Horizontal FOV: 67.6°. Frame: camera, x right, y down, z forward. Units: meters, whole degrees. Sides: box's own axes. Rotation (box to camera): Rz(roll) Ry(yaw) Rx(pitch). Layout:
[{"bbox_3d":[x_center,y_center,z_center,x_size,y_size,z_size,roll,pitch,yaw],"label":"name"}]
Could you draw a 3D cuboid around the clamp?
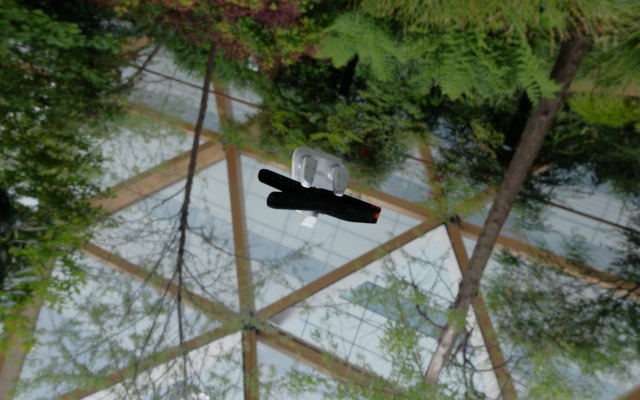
[{"bbox_3d":[0.000,0.003,0.757,0.210,0.036,0.164,16,14,-9],"label":"clamp"}]
